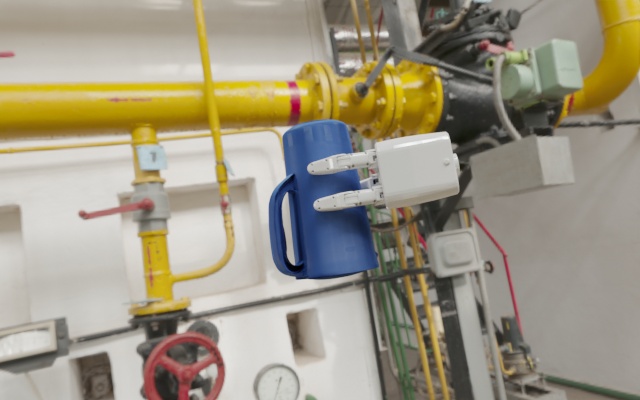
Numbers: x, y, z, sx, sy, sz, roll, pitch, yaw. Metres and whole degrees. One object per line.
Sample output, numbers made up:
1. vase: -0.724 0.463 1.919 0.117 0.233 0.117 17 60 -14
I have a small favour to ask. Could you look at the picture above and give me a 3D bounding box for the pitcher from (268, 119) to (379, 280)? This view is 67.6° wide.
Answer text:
1. pitcher: 0.000 0.002 0.752 0.145 0.243 0.149 -11 -6 11
